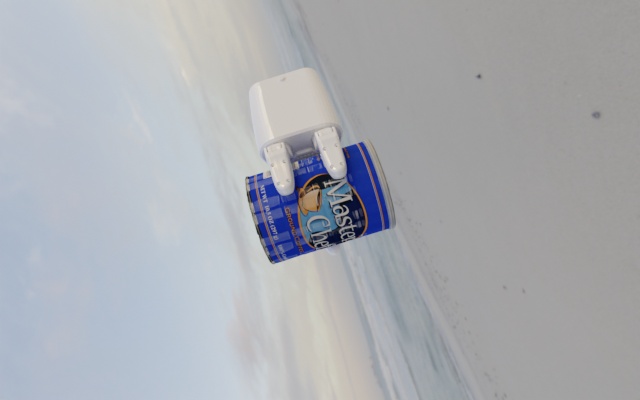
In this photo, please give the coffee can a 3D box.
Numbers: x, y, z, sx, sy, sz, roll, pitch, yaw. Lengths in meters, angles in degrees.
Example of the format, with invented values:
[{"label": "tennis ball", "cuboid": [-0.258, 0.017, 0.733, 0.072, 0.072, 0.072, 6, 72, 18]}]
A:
[{"label": "coffee can", "cuboid": [0.000, 0.002, 0.528, 0.140, 0.103, 0.103, -17, 0, 0]}]
